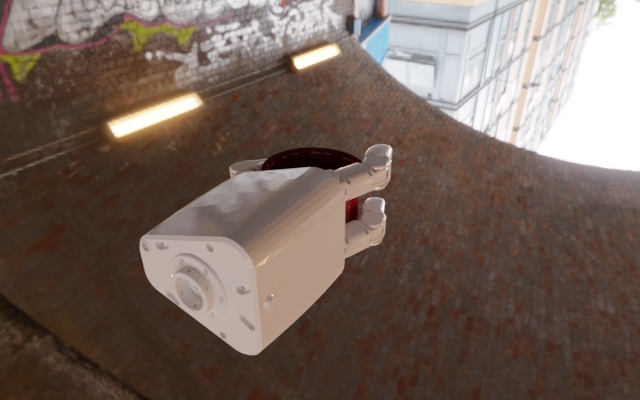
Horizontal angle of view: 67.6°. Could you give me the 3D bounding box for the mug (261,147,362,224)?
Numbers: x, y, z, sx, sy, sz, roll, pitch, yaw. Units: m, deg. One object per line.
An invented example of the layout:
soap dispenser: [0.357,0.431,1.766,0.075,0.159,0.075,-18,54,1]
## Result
mug: [0.001,0.001,0.448,0.093,0.081,0.117,18,33,27]
